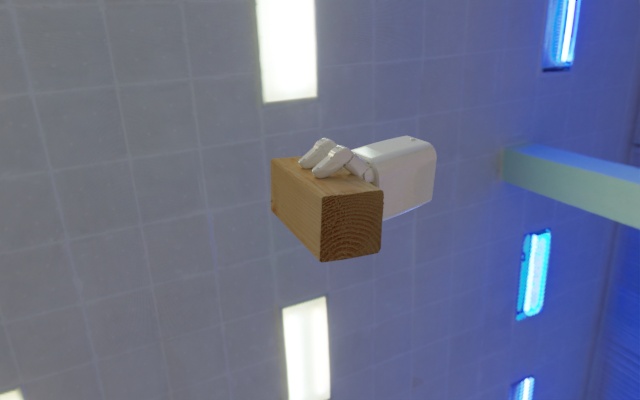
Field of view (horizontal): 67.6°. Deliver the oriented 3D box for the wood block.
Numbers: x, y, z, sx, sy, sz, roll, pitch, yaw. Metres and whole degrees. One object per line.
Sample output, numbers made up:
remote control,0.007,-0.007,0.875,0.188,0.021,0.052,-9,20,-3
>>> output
wood block,0.000,0.002,0.694,0.090,0.091,0.206,-7,20,-22
